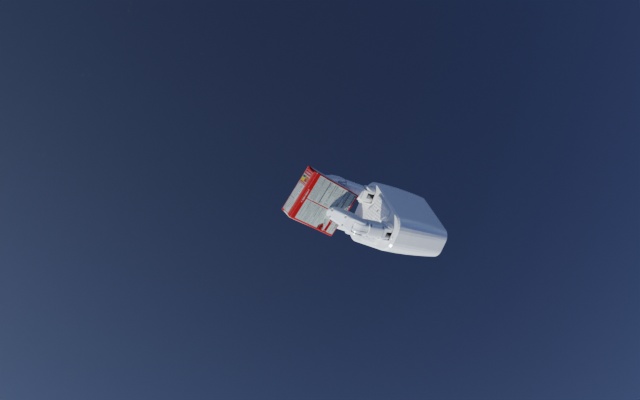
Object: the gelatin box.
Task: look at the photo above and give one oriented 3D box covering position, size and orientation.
[{"bbox_3d":[0.000,0.002,0.682,0.089,0.073,0.030,27,9,-39],"label":"gelatin box"}]
